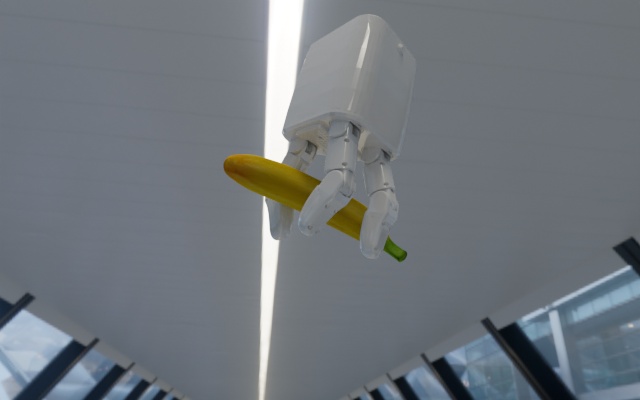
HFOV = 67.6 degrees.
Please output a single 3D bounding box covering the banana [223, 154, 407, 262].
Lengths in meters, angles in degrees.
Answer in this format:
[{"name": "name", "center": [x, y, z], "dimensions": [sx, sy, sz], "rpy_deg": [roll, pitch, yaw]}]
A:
[{"name": "banana", "center": [-0.004, -0.001, 0.448], "dimensions": [0.198, 0.037, 0.069], "rpy_deg": [26, 0, -24]}]
